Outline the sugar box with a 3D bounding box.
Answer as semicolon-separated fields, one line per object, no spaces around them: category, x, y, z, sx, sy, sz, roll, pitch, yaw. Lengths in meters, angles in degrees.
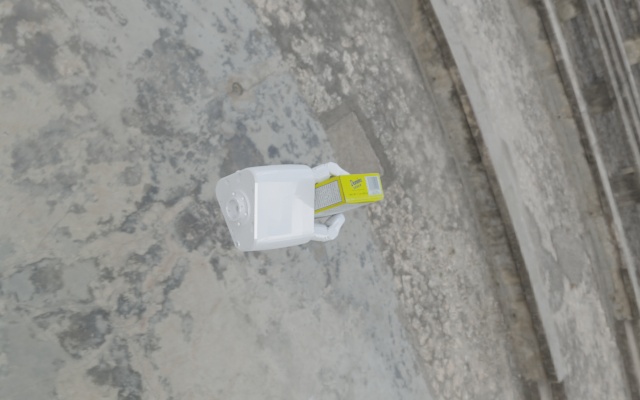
sugar box;0.000;0.002;0.733;0.176;0.048;0.093;-16;-8;42
